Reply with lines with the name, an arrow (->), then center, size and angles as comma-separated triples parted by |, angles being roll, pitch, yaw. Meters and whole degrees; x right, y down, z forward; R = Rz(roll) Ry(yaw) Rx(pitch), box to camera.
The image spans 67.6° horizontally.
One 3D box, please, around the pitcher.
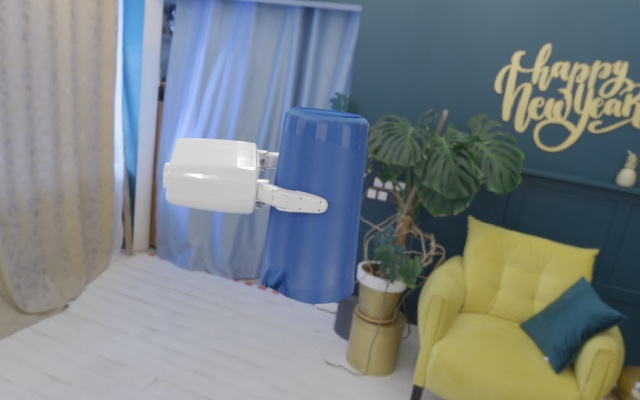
pitcher -> 0.000, 0.002, 0.646 | 0.145, 0.243, 0.149 | 5, 14, -10
